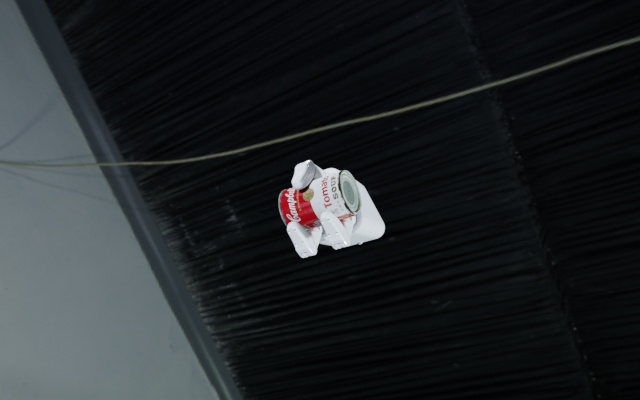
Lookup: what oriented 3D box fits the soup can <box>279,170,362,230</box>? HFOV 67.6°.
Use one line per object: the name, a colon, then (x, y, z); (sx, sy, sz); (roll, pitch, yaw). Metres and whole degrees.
soup can: (0.000, 0.002, 0.692); (0.102, 0.068, 0.068); (-18, -8, 25)
